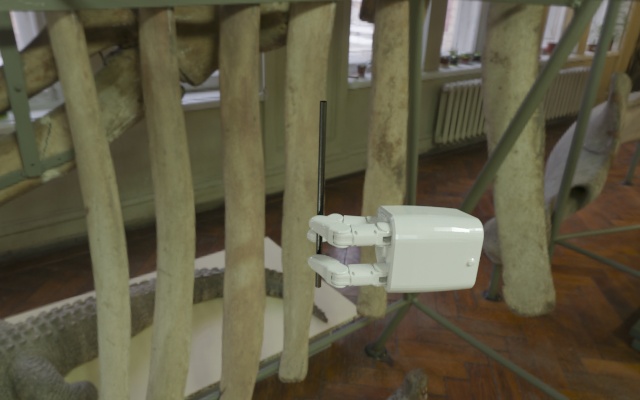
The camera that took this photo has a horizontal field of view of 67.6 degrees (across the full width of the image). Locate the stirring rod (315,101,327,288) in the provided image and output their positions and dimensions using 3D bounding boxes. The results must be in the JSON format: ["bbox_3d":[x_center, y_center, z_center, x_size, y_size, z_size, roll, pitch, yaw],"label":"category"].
[{"bbox_3d":[0.000,0.002,0.568,0.011,0.240,0.011,1,25,-1],"label":"stirring rod"}]
